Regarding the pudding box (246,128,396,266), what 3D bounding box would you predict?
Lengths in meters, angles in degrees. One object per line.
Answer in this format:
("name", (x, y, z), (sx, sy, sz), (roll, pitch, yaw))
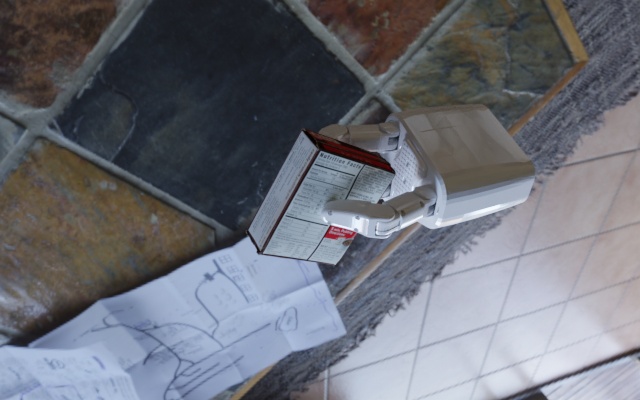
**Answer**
("pudding box", (0.000, 0.001, 0.421), (0.090, 0.113, 0.039), (14, 25, -36))
